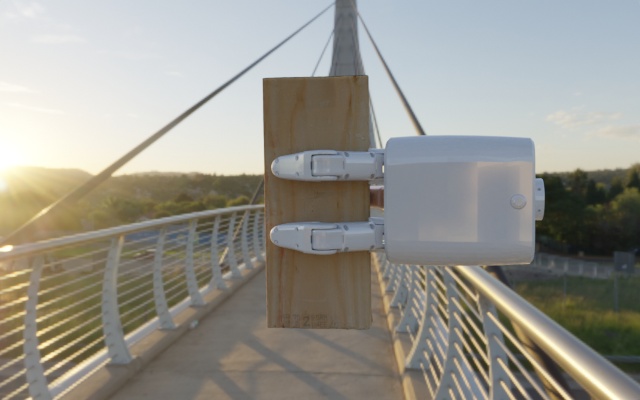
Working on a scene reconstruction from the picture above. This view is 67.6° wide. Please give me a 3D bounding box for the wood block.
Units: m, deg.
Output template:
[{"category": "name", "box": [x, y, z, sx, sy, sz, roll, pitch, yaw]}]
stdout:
[{"category": "wood block", "box": [0.000, 0.001, 0.432, 0.090, 0.206, 0.091, 0, 2, 5]}]
